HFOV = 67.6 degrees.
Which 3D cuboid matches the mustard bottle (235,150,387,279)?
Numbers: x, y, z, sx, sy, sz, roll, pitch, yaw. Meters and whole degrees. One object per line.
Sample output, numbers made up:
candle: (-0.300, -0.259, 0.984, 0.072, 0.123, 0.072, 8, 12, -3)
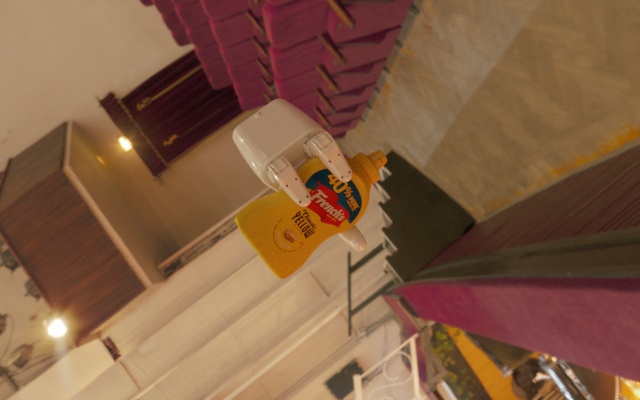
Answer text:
mustard bottle: (0.000, 0.002, 0.574, 0.191, 0.096, 0.058, -37, 21, -6)
